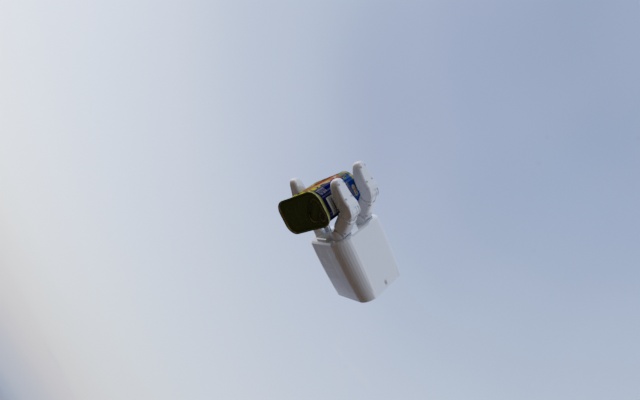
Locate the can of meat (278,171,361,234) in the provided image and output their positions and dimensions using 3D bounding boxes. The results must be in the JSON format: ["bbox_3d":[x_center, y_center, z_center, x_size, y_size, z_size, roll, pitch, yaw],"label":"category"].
[{"bbox_3d":[0.000,0.002,0.719,0.084,0.057,0.102,-33,9,-39],"label":"can of meat"}]
